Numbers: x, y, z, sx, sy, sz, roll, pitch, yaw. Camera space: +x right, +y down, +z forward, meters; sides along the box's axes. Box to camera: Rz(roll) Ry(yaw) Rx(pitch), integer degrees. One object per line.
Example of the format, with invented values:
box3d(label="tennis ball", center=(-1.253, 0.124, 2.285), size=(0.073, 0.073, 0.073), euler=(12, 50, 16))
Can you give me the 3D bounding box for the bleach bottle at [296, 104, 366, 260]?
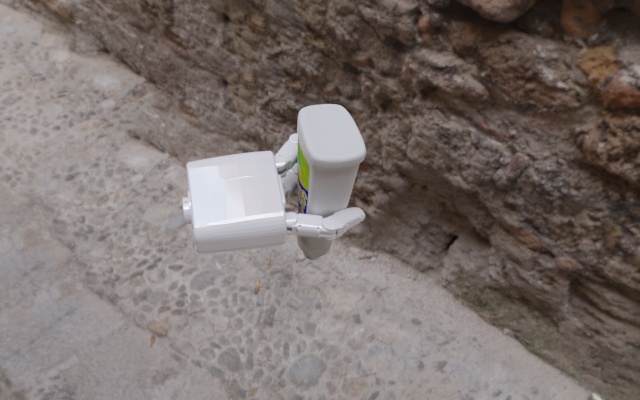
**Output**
box3d(label="bleach bottle", center=(0.000, 0.002, 0.629), size=(0.068, 0.102, 0.251), euler=(-7, -40, -13))
